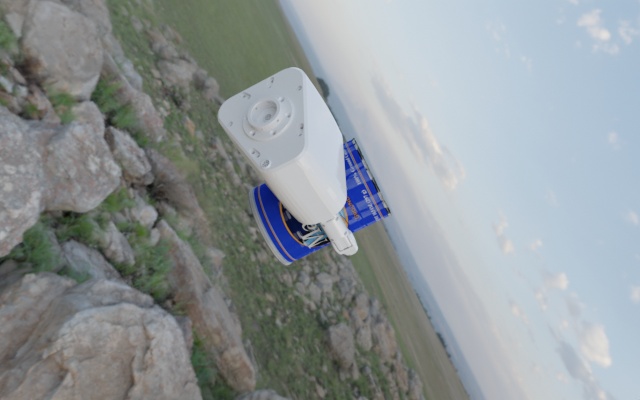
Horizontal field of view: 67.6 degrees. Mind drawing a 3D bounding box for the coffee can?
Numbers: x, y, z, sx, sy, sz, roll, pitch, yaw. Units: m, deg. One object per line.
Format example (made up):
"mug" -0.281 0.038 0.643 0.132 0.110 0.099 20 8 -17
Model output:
"coffee can" 0.000 0.002 0.572 0.140 0.103 0.103 -26 -3 7
